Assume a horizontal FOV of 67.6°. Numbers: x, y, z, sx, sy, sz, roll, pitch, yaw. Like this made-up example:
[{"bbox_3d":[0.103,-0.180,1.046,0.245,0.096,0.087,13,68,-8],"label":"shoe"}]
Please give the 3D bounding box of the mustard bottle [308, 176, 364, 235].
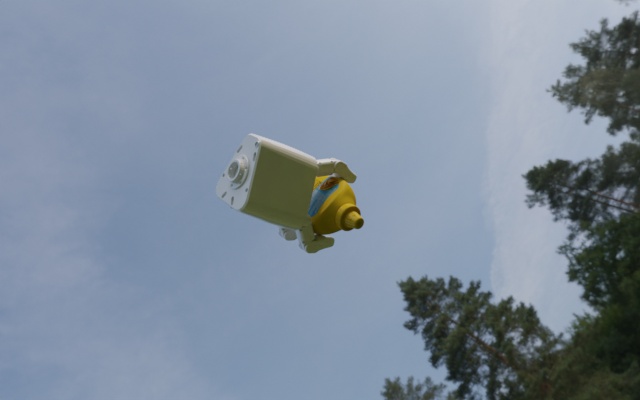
[{"bbox_3d":[0.000,0.003,0.758,0.191,0.096,0.058,28,-17,48],"label":"mustard bottle"}]
